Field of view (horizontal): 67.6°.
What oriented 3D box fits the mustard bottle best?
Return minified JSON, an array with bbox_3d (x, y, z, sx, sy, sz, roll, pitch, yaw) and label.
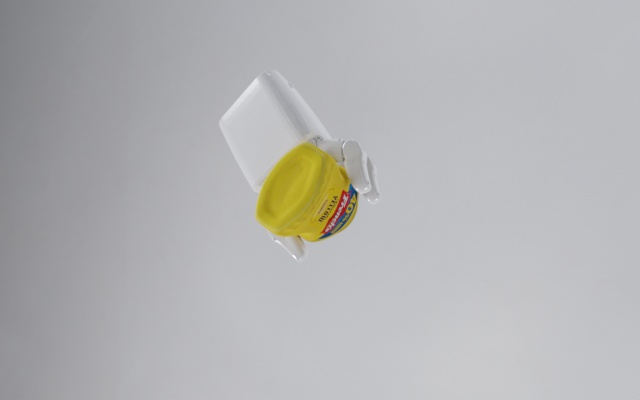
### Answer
[{"bbox_3d":[0.000,0.002,0.551,0.058,0.096,0.192,33,2,21],"label":"mustard bottle"}]
